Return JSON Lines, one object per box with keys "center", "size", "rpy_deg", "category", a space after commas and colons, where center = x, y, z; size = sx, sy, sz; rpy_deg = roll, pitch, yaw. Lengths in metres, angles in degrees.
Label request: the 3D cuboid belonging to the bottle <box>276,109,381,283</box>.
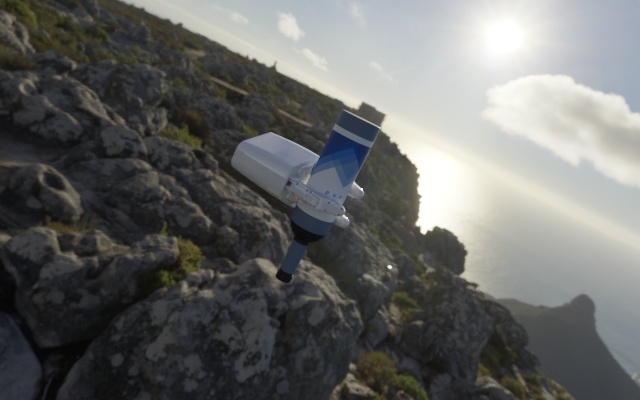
{"center": [0.000, 0.002, 0.768], "size": [0.069, 0.296, 0.069], "rpy_deg": [25, 13, -6], "category": "bottle"}
